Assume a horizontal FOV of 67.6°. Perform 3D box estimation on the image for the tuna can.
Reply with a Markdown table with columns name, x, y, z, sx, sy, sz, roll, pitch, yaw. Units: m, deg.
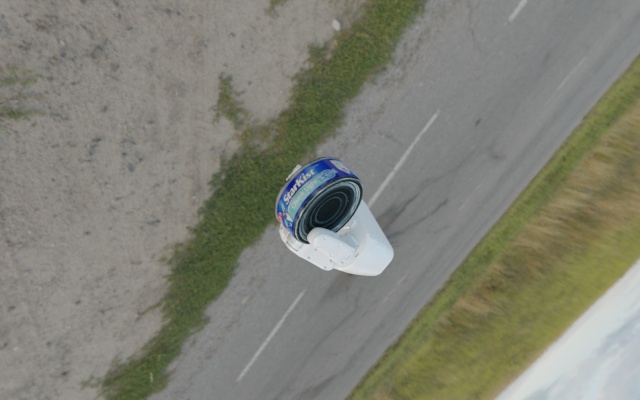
| name | x | y | z | sx | sy | sz | roll | pitch | yaw |
| --- | --- | --- | --- | --- | --- | --- | --- | --- | --- |
| tuna can | 0.000 | 0.002 | 0.466 | 0.086 | 0.086 | 0.033 | 0 | 38 | -49 |
